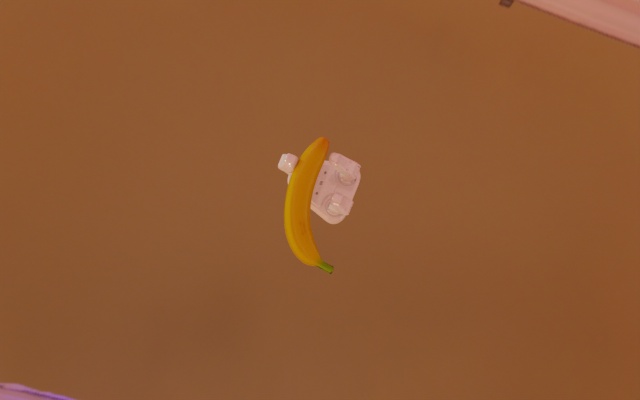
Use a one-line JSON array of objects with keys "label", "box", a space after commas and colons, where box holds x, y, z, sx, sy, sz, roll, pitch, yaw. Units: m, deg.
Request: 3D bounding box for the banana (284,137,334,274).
[{"label": "banana", "box": [-0.018, 0.006, 0.684, 0.069, 0.197, 0.037, -3, -10, 3]}]
